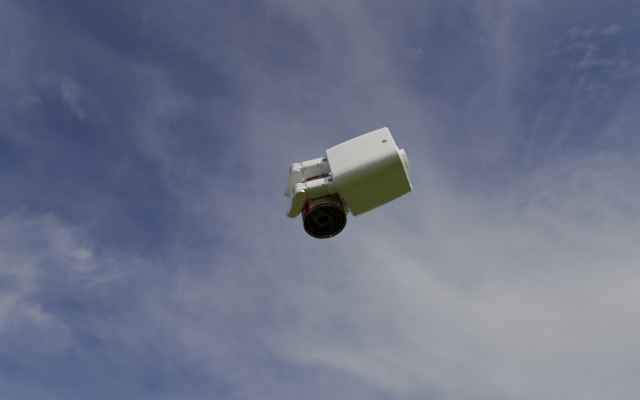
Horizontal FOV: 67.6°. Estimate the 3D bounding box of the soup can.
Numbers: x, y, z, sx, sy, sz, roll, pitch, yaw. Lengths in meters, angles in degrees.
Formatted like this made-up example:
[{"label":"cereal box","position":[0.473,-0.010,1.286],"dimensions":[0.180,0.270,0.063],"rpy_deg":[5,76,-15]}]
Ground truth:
[{"label":"soup can","position":[0.000,0.003,0.769],"dimensions":[0.068,0.069,0.102],"rpy_deg":[0,39,-10]}]
